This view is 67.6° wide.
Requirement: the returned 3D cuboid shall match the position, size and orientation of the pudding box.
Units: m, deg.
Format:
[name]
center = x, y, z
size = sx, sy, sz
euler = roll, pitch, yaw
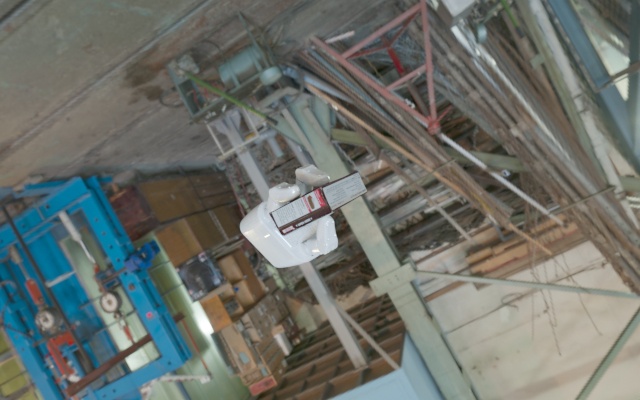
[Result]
[pudding box]
center = 0.000, 0.002, 0.638
size = 0.090, 0.039, 0.113
euler = -27, 1, 32
